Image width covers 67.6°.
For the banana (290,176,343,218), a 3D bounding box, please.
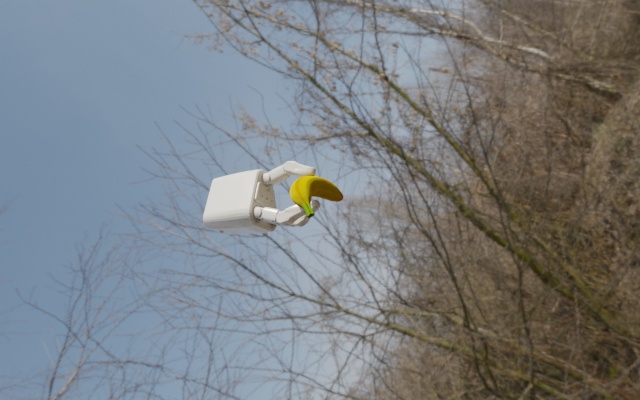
[{"bbox_3d":[-0.010,-0.013,0.834,0.037,0.069,0.198,-31,-1,21],"label":"banana"}]
